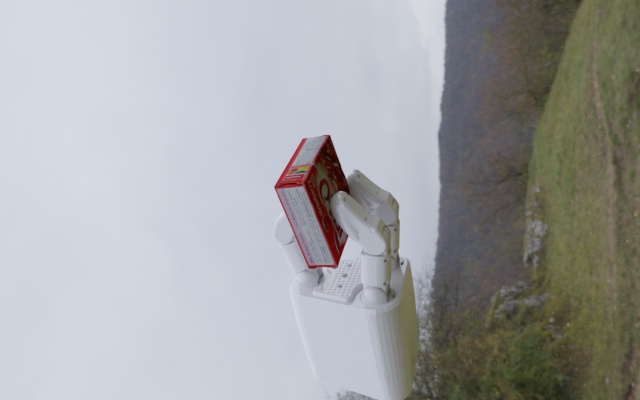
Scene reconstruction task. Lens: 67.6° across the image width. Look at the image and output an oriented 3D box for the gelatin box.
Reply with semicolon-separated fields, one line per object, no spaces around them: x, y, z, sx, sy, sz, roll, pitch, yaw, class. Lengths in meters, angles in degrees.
0.000;0.001;0.401;0.030;0.089;0.073;-5;35;24;gelatin box
